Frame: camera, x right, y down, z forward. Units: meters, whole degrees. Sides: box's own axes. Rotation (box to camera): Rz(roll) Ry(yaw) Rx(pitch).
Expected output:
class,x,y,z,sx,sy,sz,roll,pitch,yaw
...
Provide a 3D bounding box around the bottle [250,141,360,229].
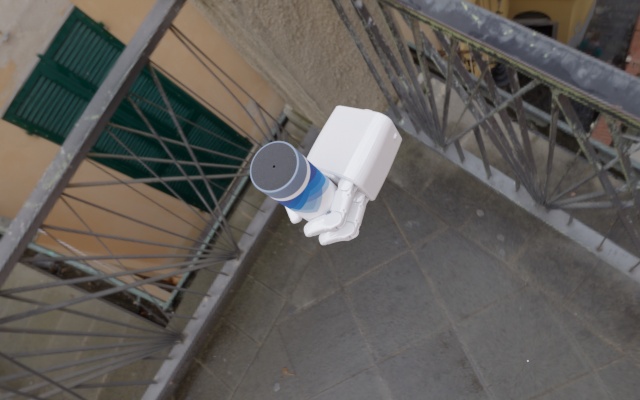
class,x,y,z,sx,sy,sz,roll,pitch,yaw
bottle,0.000,0.002,0.700,0.069,0.069,0.296,0,-17,23
